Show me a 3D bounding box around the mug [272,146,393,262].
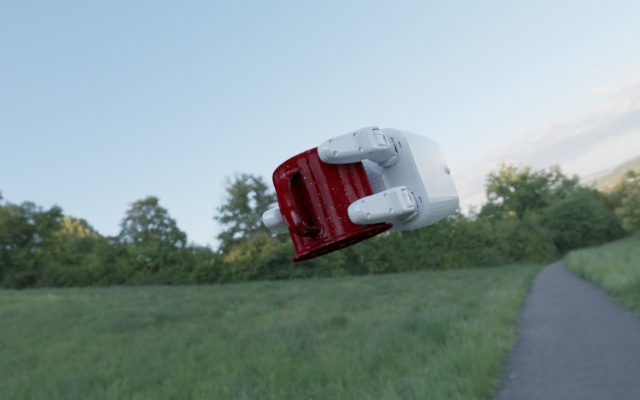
[{"bbox_3d":[-0.001,0.001,0.411,0.093,0.081,0.117,-26,-12,30],"label":"mug"}]
